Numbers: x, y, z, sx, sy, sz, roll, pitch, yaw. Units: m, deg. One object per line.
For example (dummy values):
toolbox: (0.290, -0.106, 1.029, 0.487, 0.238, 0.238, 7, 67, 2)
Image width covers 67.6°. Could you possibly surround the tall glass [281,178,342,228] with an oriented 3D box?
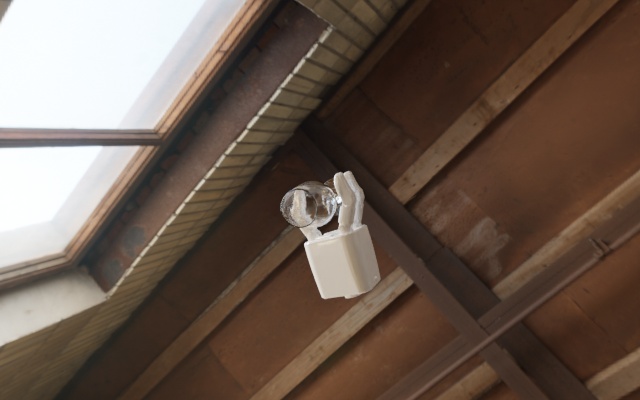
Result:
tall glass: (0.000, 0.003, 0.833, 0.079, 0.079, 0.201, 0, 5, 20)
